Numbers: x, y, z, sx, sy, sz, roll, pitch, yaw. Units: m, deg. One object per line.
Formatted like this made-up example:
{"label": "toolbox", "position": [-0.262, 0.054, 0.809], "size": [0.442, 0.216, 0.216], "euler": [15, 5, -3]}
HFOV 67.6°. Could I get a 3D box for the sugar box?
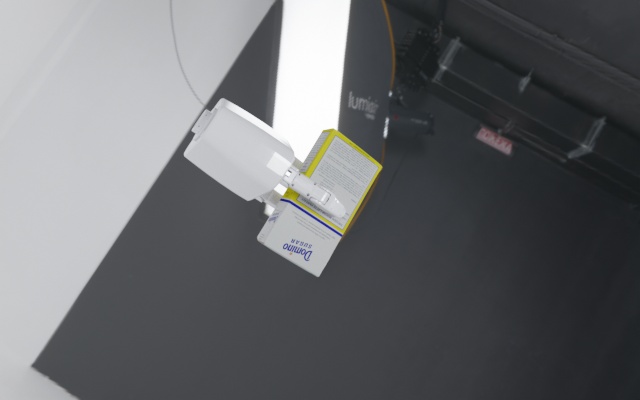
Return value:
{"label": "sugar box", "position": [0.000, 0.002, 0.639], "size": [0.093, 0.176, 0.048], "euler": [35, -7, -21]}
